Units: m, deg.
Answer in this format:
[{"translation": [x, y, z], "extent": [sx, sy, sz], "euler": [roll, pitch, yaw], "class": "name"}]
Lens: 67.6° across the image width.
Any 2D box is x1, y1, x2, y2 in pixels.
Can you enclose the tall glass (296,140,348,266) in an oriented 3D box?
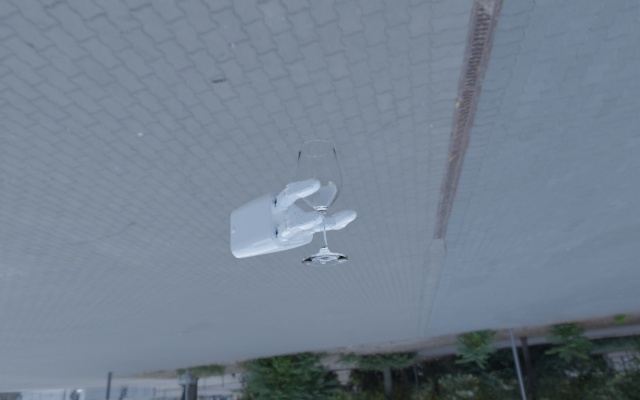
[{"translation": [0.000, 0.003, 0.789], "extent": [0.079, 0.201, 0.079], "euler": [-3, -21, -1], "class": "tall glass"}]
